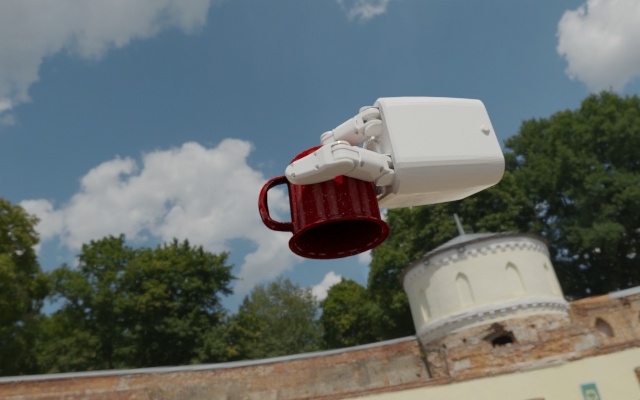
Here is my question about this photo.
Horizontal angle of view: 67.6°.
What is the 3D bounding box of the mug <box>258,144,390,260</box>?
[{"bbox_3d":[-0.001,0.001,0.448,0.117,0.081,0.093,-3,-28,-12],"label":"mug"}]
